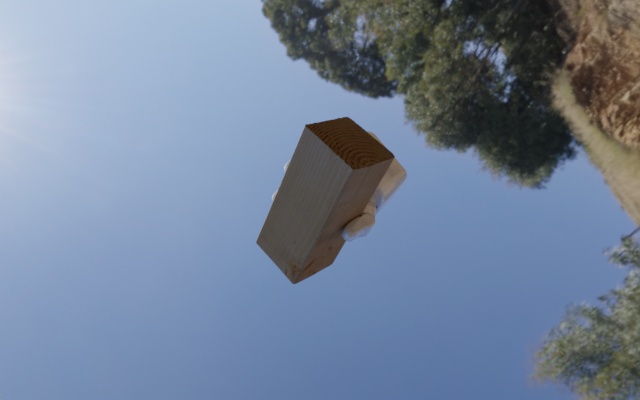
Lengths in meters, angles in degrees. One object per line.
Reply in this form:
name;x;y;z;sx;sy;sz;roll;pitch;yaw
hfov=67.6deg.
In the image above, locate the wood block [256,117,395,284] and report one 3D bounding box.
wood block;0.001;0.002;0.643;0.090;0.206;0.090;44;39;23
